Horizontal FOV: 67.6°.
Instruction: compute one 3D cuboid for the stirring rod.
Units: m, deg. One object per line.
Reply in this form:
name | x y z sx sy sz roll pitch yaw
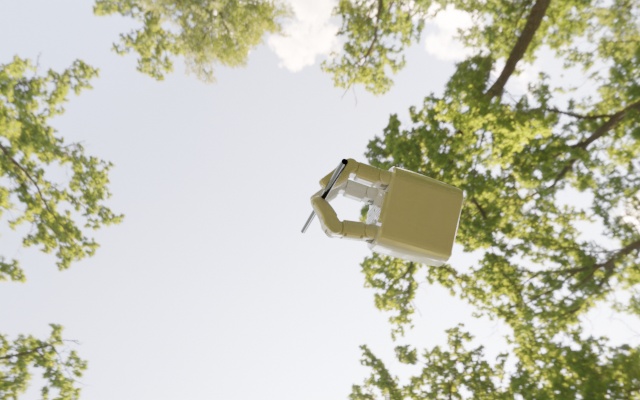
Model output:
stirring rod | 0.000 0.002 0.655 0.011 0.011 0.240 0 -23 -14
